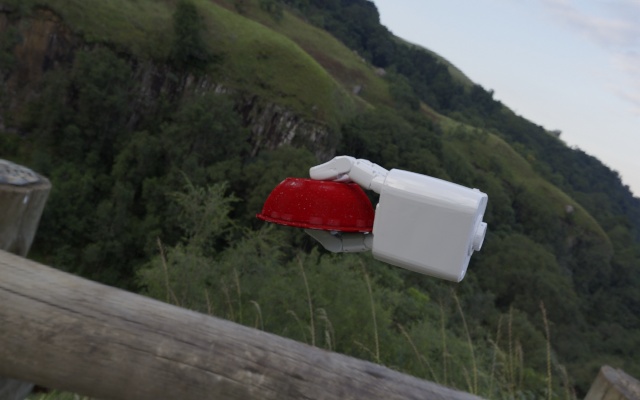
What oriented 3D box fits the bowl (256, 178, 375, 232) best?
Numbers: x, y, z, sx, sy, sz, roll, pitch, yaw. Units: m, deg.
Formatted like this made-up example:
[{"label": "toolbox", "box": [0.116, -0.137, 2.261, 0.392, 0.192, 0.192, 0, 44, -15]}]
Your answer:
[{"label": "bowl", "box": [-0.001, 0.001, 0.611, 0.162, 0.055, 0.162, 5, 3, 0]}]
